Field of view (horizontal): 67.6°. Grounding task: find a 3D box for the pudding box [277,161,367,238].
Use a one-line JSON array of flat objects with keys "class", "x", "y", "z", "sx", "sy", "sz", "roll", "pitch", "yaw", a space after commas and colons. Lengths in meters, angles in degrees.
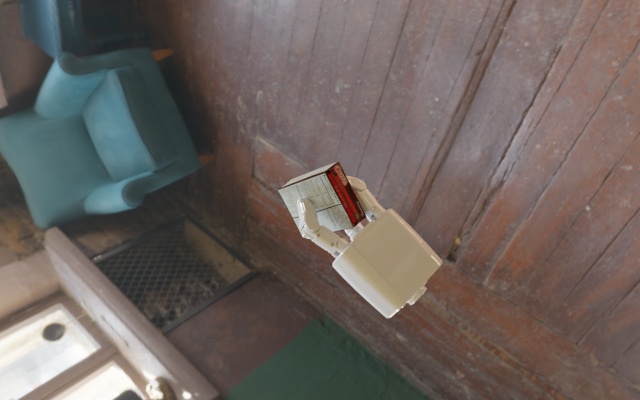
[{"class": "pudding box", "x": 0.000, "y": 0.002, "z": 0.690, "sx": 0.113, "sy": 0.090, "sz": 0.039, "roll": -17, "pitch": 14, "yaw": 44}]
